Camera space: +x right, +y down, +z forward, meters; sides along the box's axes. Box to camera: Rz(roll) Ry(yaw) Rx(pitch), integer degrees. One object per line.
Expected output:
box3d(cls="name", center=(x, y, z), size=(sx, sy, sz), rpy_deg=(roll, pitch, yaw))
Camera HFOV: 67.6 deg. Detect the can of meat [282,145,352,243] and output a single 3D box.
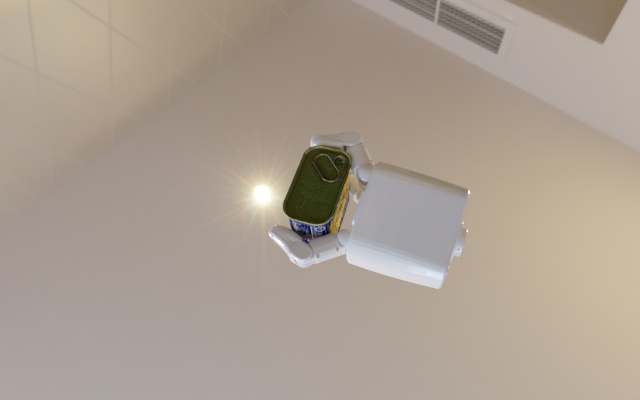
box3d(cls="can of meat", center=(0.000, 0.002, 0.557), size=(0.057, 0.102, 0.084), rpy_deg=(13, -29, 13))
